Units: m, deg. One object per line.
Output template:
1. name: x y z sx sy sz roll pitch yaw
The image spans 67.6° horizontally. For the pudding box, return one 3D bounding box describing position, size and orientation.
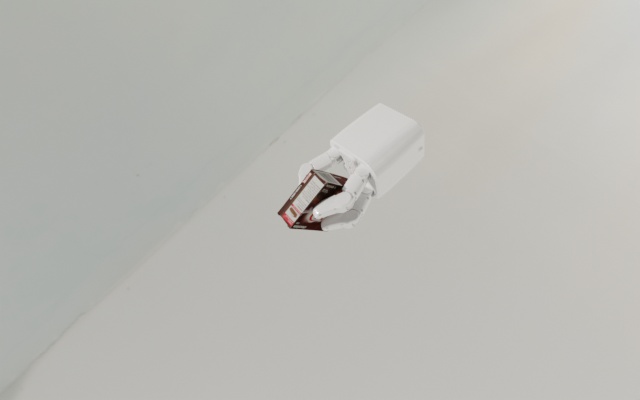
1. pudding box: 0.000 0.002 0.726 0.039 0.090 0.113 47 18 28
